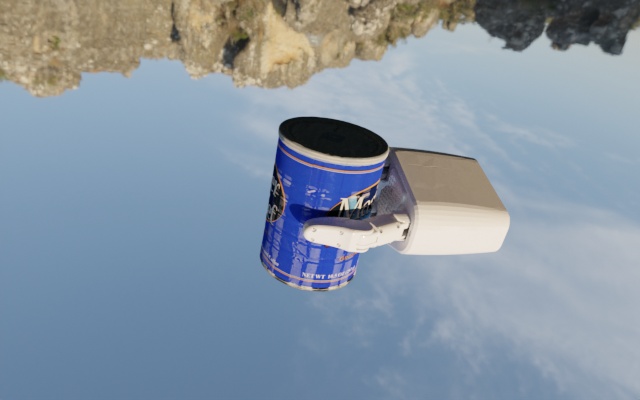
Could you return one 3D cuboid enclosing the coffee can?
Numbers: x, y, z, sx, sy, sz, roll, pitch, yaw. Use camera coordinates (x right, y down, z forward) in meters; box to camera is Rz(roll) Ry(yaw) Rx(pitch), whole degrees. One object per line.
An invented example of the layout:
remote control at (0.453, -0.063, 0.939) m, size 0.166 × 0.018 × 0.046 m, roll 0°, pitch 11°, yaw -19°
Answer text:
coffee can at (0.000, 0.001, 0.467) m, size 0.103 × 0.140 × 0.102 m, roll 9°, pitch 27°, yaw -5°
